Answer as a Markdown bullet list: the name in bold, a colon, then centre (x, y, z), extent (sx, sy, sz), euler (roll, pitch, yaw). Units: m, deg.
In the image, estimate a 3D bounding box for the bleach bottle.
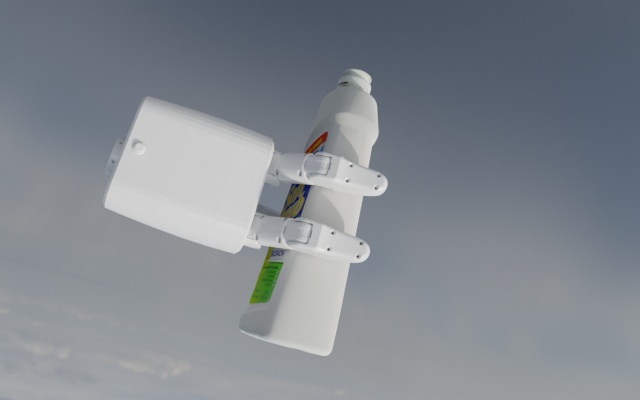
- **bleach bottle**: centre (0.000, 0.001, 0.425), extent (0.068, 0.250, 0.102), euler (20, -17, -17)
